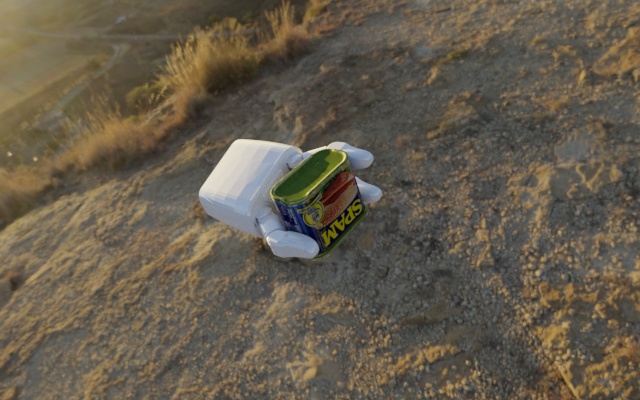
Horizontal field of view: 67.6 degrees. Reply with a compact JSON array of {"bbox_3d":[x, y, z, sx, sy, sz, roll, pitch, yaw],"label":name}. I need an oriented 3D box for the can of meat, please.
[{"bbox_3d":[0.000,0.002,0.539,0.057,0.084,0.102,19,52,42],"label":"can of meat"}]
